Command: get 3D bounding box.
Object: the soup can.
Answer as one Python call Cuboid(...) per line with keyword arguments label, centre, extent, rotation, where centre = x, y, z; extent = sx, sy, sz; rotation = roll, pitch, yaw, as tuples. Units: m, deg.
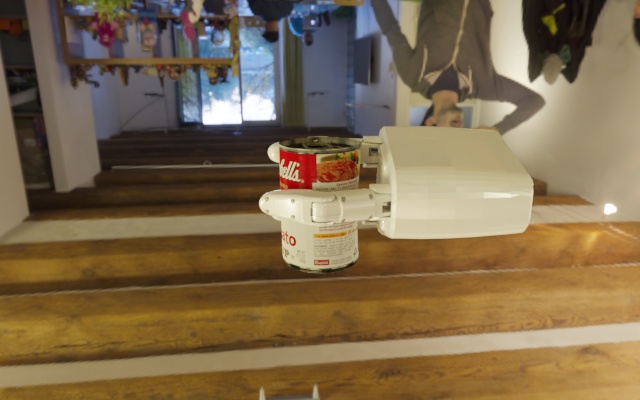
Cuboid(label="soup can", centre=(0.000, 0.002, 0.403), extent=(0.068, 0.102, 0.068), rotation=(0, 16, 0))
